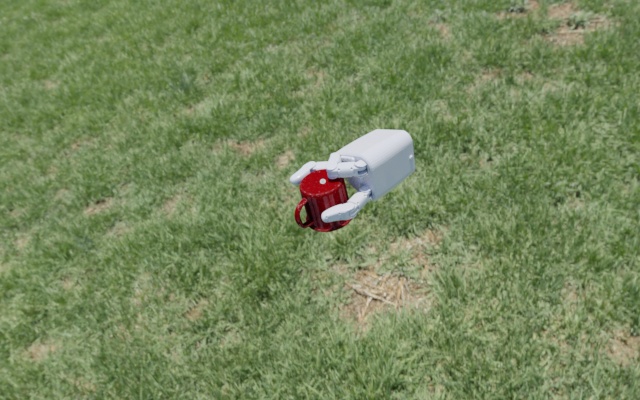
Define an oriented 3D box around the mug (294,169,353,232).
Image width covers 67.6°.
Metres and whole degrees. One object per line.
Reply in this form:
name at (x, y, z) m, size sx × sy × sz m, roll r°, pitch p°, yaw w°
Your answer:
mug at (-0.001, 0.003, 0.858) m, size 0.117 × 0.082 × 0.093 m, roll -34°, pitch 40°, yaw -23°
